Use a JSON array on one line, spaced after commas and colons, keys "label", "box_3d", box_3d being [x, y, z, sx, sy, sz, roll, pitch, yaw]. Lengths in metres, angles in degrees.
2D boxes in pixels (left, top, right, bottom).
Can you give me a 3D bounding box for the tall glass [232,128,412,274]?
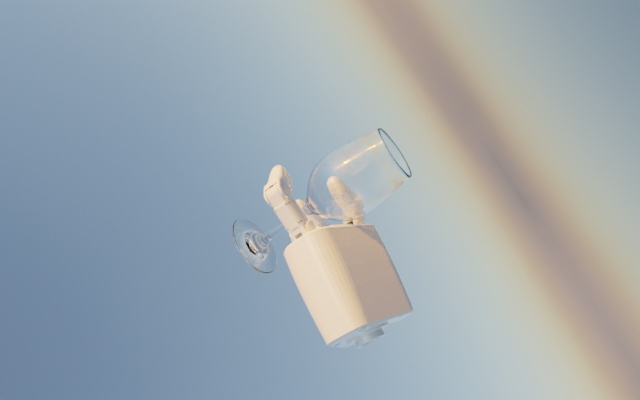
[{"label": "tall glass", "box_3d": [-0.001, 0.002, 0.530, 0.201, 0.079, 0.079, -34, -13, 19]}]
